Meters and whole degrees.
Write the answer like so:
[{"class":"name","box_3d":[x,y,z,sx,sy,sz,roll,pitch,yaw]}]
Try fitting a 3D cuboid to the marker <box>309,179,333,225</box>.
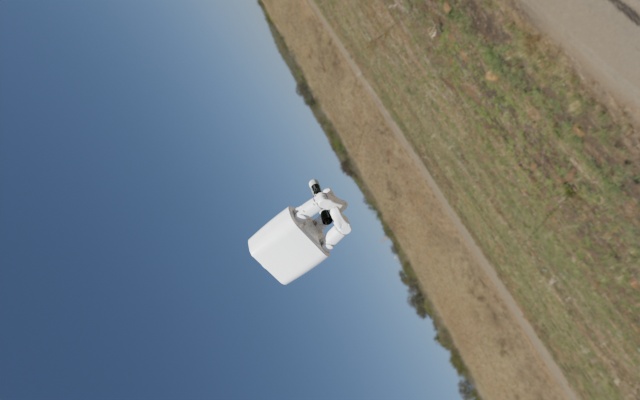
[{"class":"marker","box_3d":[0.000,0.003,0.868,0.020,0.020,0.121,0,37,-16]}]
